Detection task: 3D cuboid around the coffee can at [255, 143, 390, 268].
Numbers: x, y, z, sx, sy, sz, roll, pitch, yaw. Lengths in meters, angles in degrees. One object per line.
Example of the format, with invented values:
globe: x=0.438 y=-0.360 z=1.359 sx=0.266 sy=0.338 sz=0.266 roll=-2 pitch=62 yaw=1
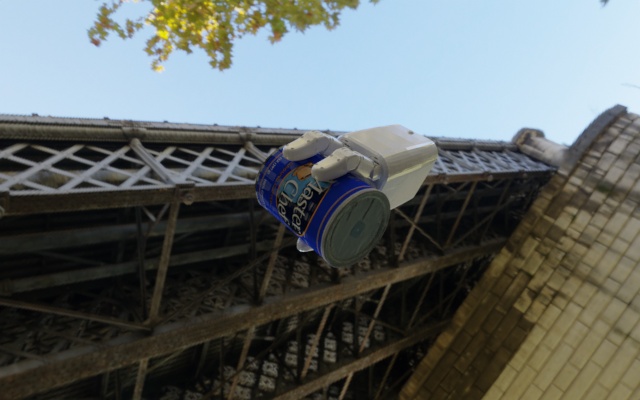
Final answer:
coffee can: x=0.000 y=0.002 z=0.587 sx=0.103 sy=0.103 sz=0.140 roll=0 pitch=28 yaw=-45
